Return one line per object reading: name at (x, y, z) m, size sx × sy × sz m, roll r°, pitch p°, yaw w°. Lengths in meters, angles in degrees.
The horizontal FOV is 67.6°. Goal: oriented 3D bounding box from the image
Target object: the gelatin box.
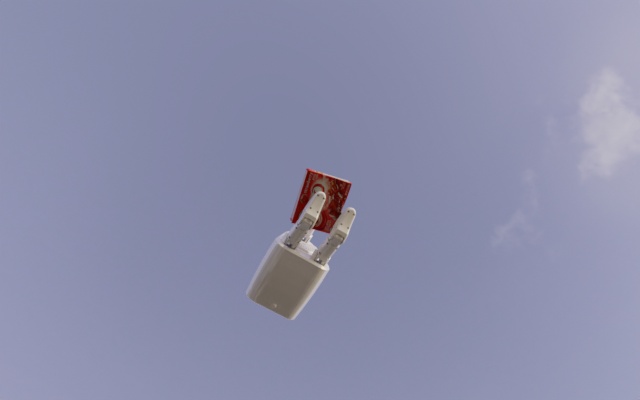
gelatin box at (0.000, 0.002, 0.750) m, size 0.073 × 0.089 × 0.030 m, roll 17°, pitch 7°, yaw -10°
